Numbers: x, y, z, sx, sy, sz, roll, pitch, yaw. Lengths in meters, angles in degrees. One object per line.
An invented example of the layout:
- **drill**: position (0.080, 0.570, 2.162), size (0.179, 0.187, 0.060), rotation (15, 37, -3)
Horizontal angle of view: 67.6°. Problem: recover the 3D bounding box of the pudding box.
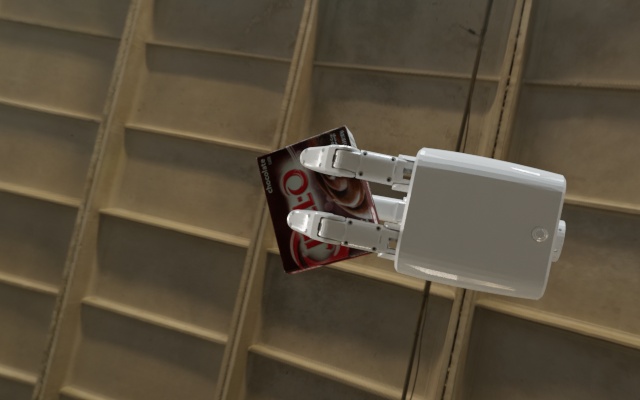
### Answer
- **pudding box**: position (0.000, 0.001, 0.431), size (0.090, 0.113, 0.039), rotation (-18, -12, 16)
